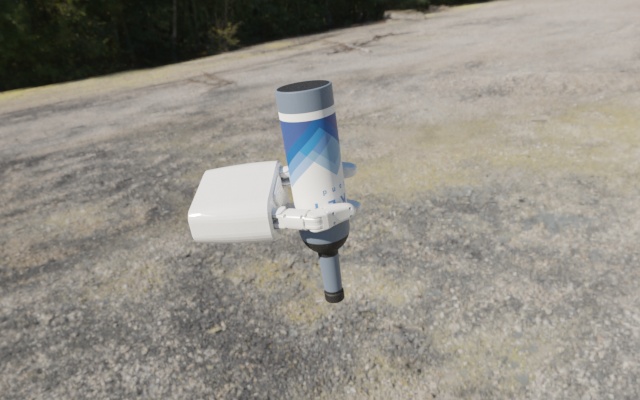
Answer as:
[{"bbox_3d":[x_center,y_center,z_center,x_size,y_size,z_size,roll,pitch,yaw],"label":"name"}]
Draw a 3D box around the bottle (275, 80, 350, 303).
[{"bbox_3d":[0.000,0.002,0.607,0.069,0.296,0.069,-7,23,3],"label":"bottle"}]
